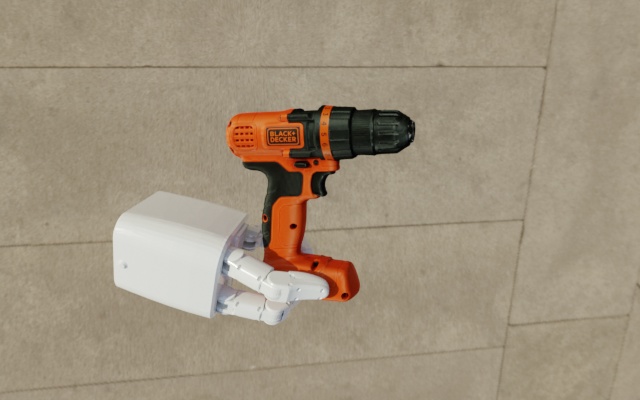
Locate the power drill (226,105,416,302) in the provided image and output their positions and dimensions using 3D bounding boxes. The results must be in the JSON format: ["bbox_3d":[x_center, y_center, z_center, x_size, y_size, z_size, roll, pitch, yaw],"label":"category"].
[{"bbox_3d":[0.000,0.002,0.472,0.184,0.188,0.057,2,11,19],"label":"power drill"}]
